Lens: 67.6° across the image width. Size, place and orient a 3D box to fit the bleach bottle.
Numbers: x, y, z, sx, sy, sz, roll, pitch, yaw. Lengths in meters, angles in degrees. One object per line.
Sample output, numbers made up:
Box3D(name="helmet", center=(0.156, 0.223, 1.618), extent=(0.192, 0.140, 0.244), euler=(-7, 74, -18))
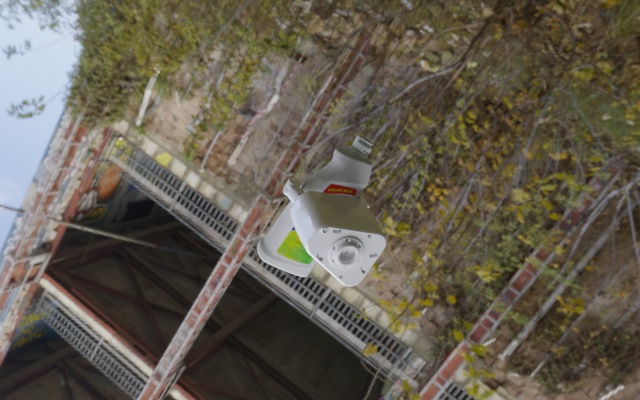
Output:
Box3D(name="bleach bottle", center=(0.000, 0.003, 0.784), extent=(0.102, 0.251, 0.068), euler=(26, 16, -23))
